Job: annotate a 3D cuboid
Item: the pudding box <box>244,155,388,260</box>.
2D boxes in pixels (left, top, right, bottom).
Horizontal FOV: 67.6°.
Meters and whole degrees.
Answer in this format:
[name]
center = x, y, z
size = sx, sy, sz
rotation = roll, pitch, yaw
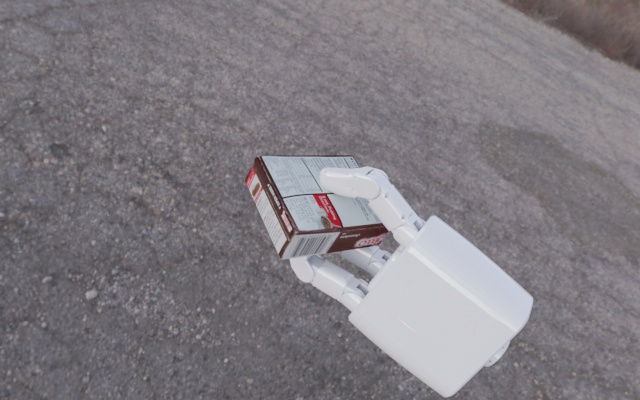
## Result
[pudding box]
center = 0.000, 0.001, 0.433
size = 0.113, 0.090, 0.039
rotation = -2, -40, -37
